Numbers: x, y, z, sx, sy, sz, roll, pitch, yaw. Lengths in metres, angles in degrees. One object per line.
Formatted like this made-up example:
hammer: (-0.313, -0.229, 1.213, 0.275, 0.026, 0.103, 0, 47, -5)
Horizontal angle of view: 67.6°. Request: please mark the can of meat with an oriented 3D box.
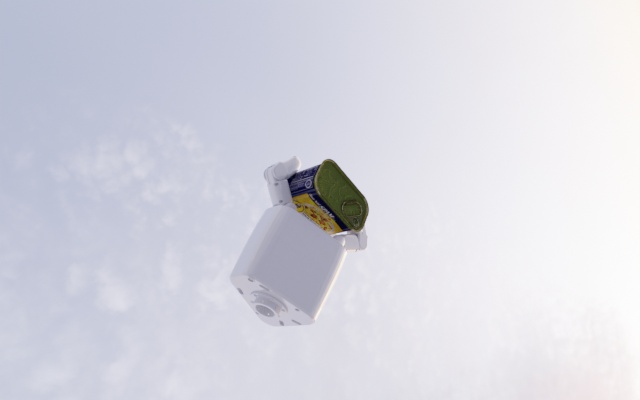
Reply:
can of meat: (0.000, 0.002, 0.633, 0.084, 0.057, 0.102, -16, -52, 41)
